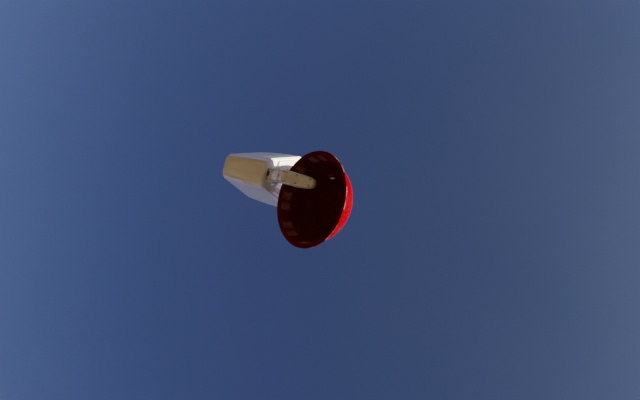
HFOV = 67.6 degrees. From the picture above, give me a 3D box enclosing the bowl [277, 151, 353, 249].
[{"bbox_3d":[0.001,0.003,0.787,0.055,0.162,0.162,16,-11,-42],"label":"bowl"}]
